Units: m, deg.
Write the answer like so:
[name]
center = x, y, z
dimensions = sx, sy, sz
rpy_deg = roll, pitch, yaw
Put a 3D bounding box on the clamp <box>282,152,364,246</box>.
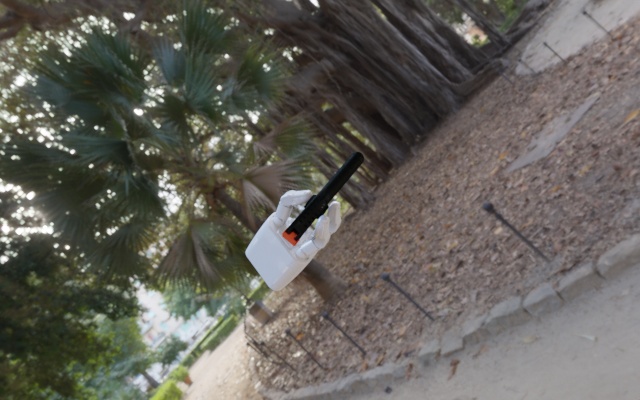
[clamp]
center = -0.001, 0.003, 0.833
dimensions = 0.036, 0.165, 0.210
rpy_deg = 39, 36, 2
